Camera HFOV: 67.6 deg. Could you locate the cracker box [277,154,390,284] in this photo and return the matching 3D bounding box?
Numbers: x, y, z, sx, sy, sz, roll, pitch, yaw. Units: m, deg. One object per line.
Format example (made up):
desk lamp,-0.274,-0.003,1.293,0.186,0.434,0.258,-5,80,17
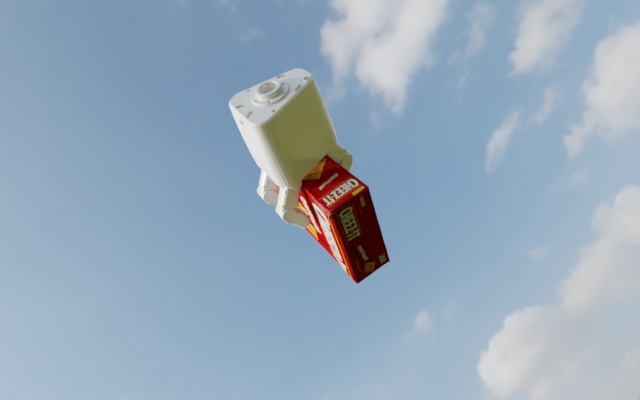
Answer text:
cracker box,0.000,0.002,0.721,0.072,0.164,0.213,-35,45,-12
